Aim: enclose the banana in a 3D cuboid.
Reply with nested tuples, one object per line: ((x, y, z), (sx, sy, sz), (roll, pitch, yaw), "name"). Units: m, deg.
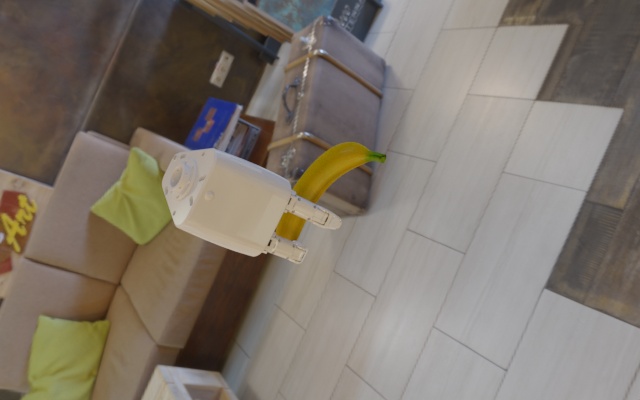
((-0.004, -0.012, 0.632), (0.037, 0.198, 0.069), (27, 24, -43), "banana")
